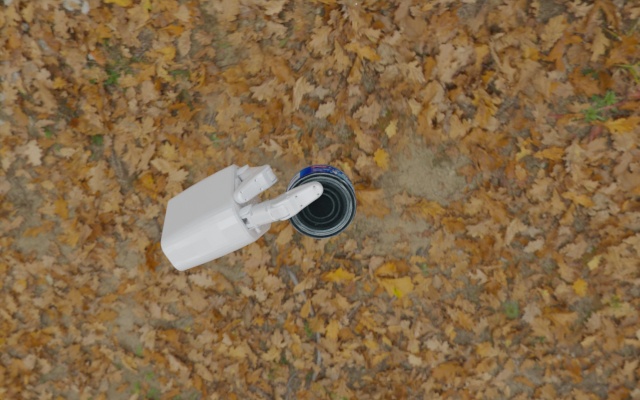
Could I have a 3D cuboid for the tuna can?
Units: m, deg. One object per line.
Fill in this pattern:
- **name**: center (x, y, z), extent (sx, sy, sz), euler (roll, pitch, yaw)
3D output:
- **tuna can**: center (0.000, 0.002, 0.570), extent (0.086, 0.086, 0.033), euler (0, 20, -1)
